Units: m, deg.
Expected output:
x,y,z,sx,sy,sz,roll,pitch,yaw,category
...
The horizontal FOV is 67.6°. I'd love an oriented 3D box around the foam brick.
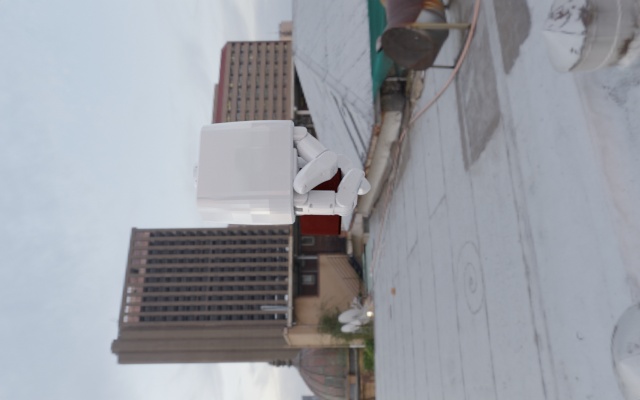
x,y,z,sx,sy,sz,roll,pitch,yaw,category
0.000,0.002,0.591,0.051,0.053,0.078,-1,-34,0,foam brick
